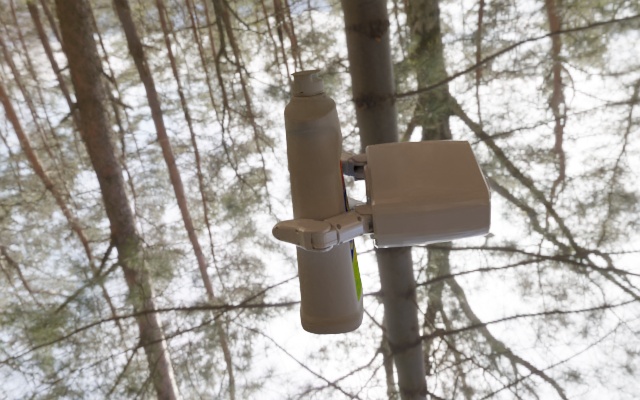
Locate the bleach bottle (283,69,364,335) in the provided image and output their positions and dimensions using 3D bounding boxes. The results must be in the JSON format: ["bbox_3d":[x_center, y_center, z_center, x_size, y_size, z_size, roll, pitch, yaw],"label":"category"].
[{"bbox_3d":[0.000,0.002,0.474,0.068,0.251,0.102,-5,23,6],"label":"bleach bottle"}]
